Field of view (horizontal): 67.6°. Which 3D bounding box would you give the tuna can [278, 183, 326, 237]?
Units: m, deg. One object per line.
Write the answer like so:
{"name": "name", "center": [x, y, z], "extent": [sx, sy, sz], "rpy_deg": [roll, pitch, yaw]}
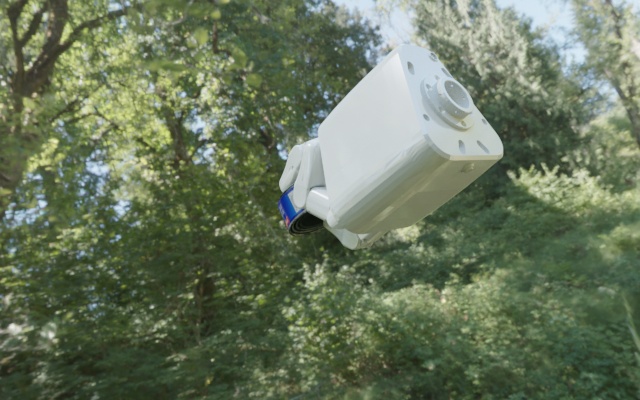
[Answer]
{"name": "tuna can", "center": [0.000, 0.001, 0.494], "extent": [0.086, 0.033, 0.086], "rpy_deg": [-24, -20, -9]}
